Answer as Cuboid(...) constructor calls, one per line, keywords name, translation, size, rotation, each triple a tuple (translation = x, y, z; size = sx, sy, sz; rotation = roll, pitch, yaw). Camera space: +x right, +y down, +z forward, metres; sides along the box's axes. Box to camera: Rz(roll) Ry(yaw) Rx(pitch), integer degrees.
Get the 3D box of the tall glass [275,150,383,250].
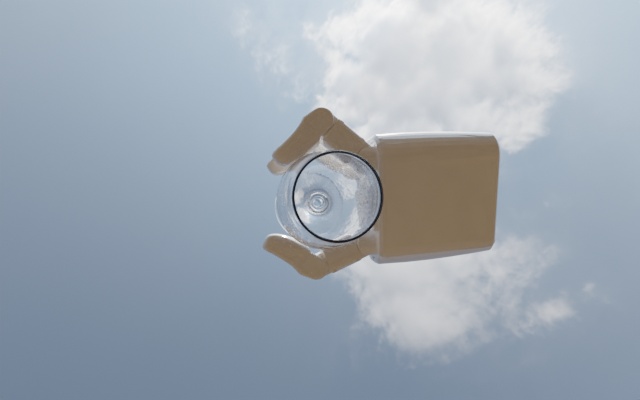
Cuboid(name="tall glass", translation=(0.000, 0.001, 0.414), size=(0.079, 0.079, 0.201), rotation=(0, -2, -7))
